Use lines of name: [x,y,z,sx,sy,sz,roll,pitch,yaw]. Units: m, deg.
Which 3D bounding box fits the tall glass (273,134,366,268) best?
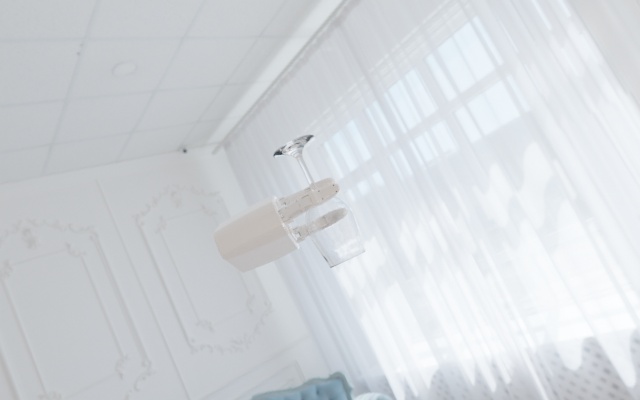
tall glass: [0.000,0.002,0.748,0.079,0.201,0.079,-25,-8,-4]
